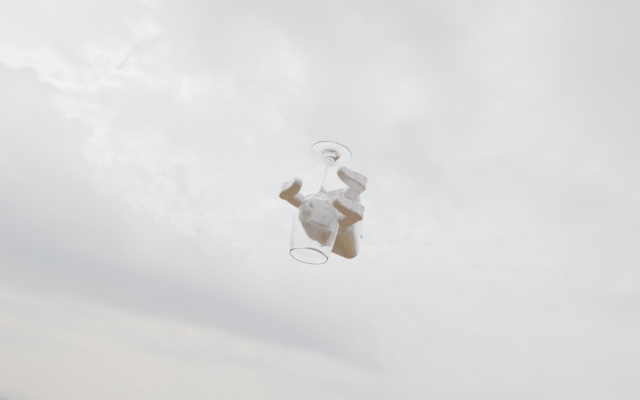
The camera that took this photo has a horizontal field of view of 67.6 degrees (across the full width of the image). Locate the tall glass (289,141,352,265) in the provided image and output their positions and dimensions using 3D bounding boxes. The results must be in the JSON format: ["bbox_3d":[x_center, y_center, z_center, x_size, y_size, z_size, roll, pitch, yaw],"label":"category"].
[{"bbox_3d":[0.000,0.002,0.793,0.079,0.201,0.079,10,-29,5],"label":"tall glass"}]
